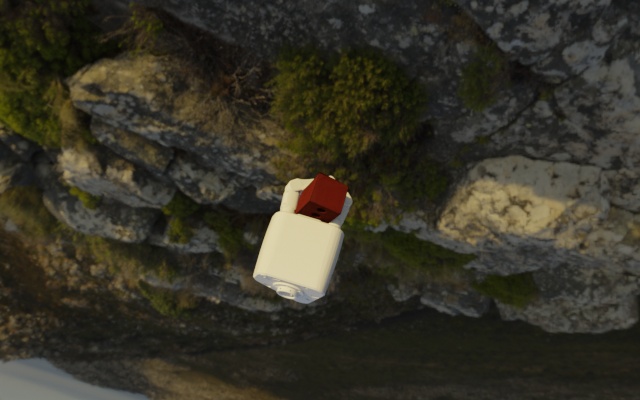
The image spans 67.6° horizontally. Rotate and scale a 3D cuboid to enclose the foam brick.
[{"bbox_3d":[0.000,0.002,0.736,0.053,0.051,0.078,25,-29,-12],"label":"foam brick"}]
